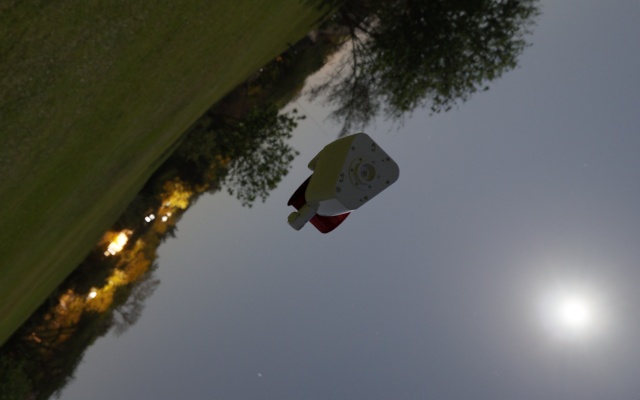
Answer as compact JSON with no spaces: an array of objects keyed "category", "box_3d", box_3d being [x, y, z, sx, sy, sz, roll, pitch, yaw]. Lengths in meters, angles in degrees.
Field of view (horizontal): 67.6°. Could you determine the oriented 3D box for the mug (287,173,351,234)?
[{"category":"mug","box_3d":[0.000,0.003,0.823,0.081,0.093,0.117,44,-17,-12]}]
